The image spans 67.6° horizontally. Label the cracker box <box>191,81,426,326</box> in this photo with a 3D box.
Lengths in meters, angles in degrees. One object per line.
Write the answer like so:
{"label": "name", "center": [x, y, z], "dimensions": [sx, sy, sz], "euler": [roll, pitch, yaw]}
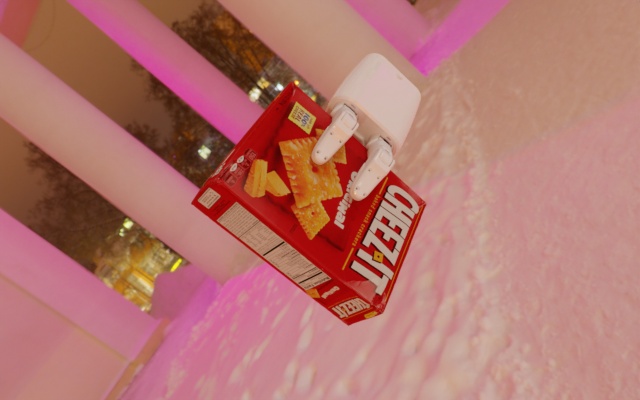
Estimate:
{"label": "cracker box", "center": [0.000, 0.002, 0.513], "dimensions": [0.214, 0.164, 0.072], "euler": [40, -38, -12]}
